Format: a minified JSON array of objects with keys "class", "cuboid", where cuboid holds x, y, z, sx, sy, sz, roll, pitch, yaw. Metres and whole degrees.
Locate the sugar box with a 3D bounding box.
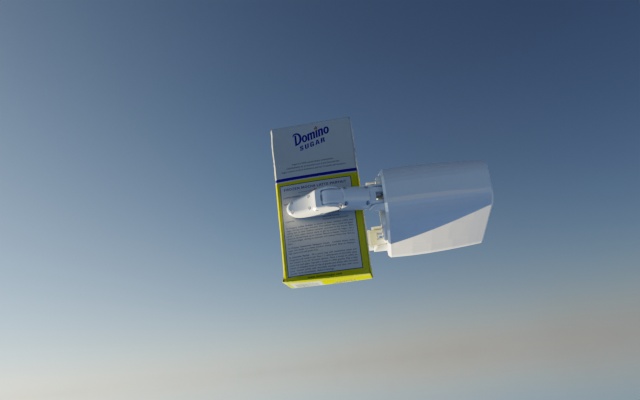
[{"class":"sugar box","cuboid":[0.000,0.002,0.525,0.093,0.176,0.048,-8,-19,7]}]
